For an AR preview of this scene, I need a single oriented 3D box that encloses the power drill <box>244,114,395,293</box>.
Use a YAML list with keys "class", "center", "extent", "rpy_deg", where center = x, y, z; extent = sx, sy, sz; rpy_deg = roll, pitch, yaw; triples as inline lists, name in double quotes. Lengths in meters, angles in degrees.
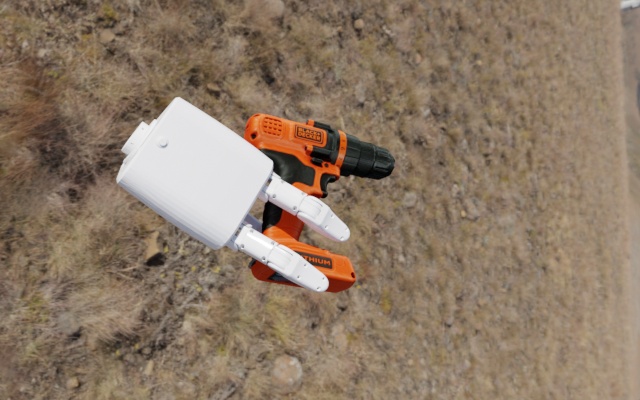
- class: "power drill"
  center: [0.000, 0.002, 0.524]
  extent: [0.184, 0.187, 0.057]
  rpy_deg: [11, -29, -17]
